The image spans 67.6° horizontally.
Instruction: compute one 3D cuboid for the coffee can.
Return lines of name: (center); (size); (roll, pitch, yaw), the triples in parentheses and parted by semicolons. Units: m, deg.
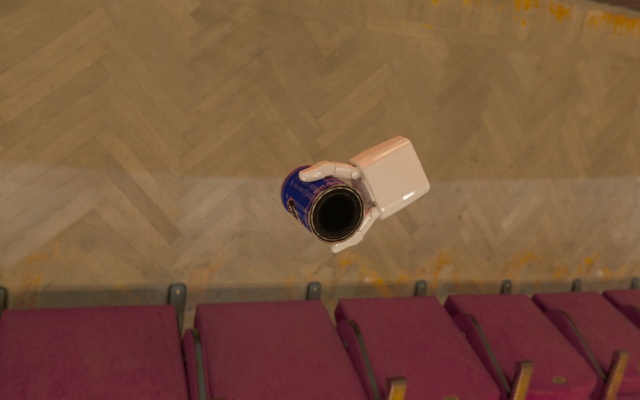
coffee can: (0.000, 0.003, 0.827); (0.103, 0.103, 0.140); (0, 17, -25)
